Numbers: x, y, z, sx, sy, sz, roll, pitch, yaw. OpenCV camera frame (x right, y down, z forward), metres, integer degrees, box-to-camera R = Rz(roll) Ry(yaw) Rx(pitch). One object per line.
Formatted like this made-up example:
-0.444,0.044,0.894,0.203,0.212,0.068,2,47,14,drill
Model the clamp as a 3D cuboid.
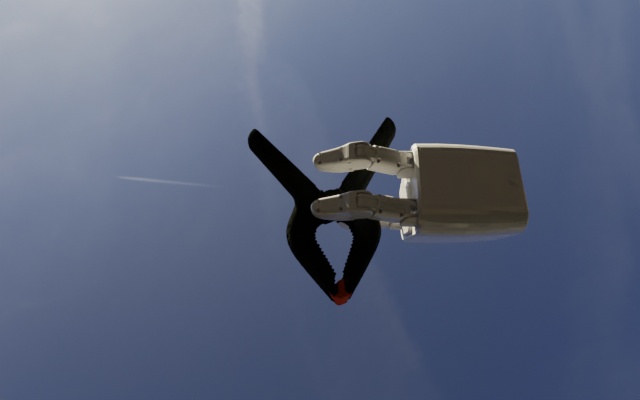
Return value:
0.000,0.002,0.496,0.164,0.210,0.036,0,-27,2,clamp
